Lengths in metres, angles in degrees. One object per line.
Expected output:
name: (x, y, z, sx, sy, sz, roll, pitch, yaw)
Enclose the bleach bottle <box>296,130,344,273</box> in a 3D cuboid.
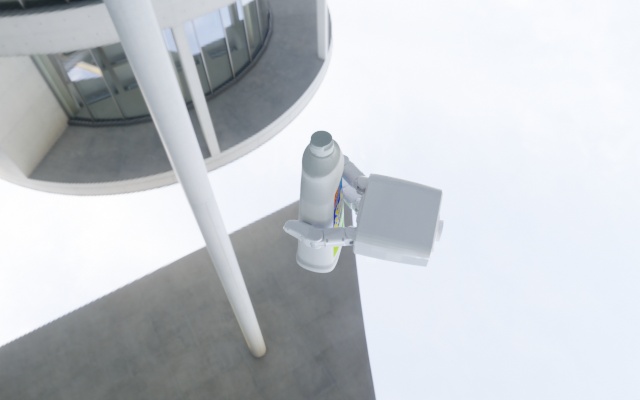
bleach bottle: (0.000, 0.002, 0.690, 0.068, 0.102, 0.251, 13, -34, 10)
